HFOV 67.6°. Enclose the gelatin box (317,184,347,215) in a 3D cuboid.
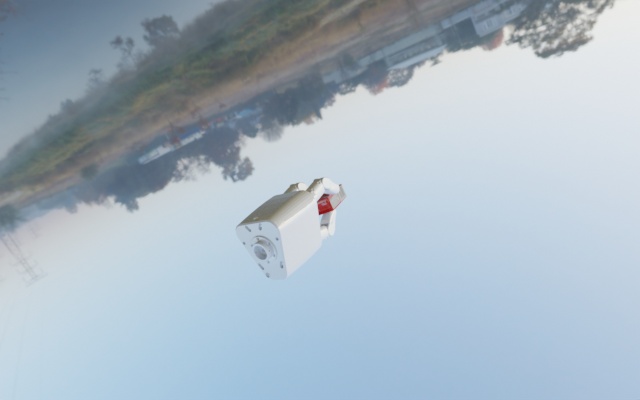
[{"bbox_3d":[0.000,0.003,0.890,0.073,0.030,0.089,-18,11,25],"label":"gelatin box"}]
